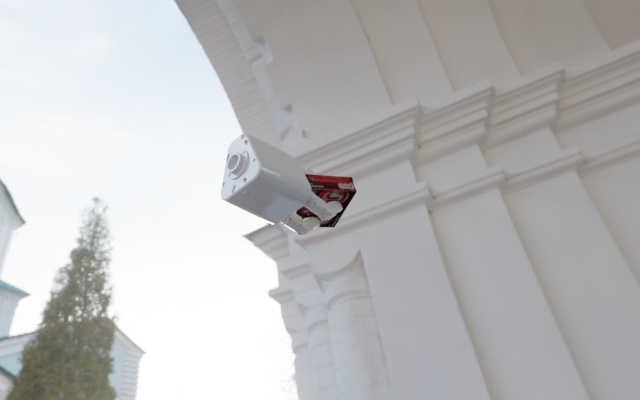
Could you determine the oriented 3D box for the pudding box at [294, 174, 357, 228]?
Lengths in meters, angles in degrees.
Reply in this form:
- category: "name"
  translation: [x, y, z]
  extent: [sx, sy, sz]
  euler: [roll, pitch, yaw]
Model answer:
- category: "pudding box"
  translation: [0.000, 0.003, 0.837]
  extent: [0.090, 0.039, 0.114]
  euler: [3, -36, -22]
